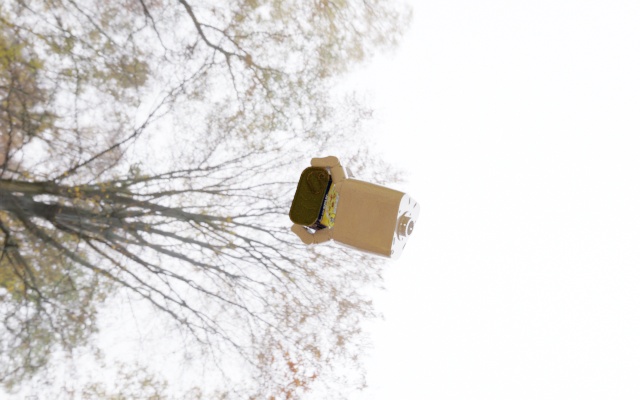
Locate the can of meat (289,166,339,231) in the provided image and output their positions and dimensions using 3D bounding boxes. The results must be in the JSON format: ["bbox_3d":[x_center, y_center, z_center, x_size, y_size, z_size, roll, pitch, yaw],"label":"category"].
[{"bbox_3d":[0.000,0.003,0.823,0.057,0.102,0.084,11,-9,33],"label":"can of meat"}]
